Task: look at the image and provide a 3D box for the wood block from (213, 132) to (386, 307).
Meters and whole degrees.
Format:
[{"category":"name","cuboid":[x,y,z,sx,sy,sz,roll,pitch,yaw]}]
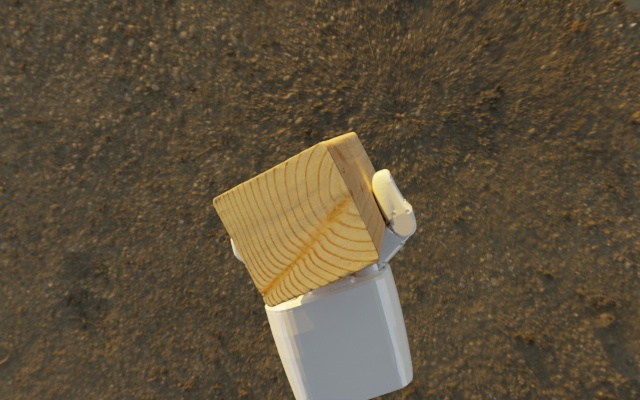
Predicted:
[{"category":"wood block","cuboid":[0.000,0.002,0.422,0.091,0.090,0.206,-25,5,13]}]
